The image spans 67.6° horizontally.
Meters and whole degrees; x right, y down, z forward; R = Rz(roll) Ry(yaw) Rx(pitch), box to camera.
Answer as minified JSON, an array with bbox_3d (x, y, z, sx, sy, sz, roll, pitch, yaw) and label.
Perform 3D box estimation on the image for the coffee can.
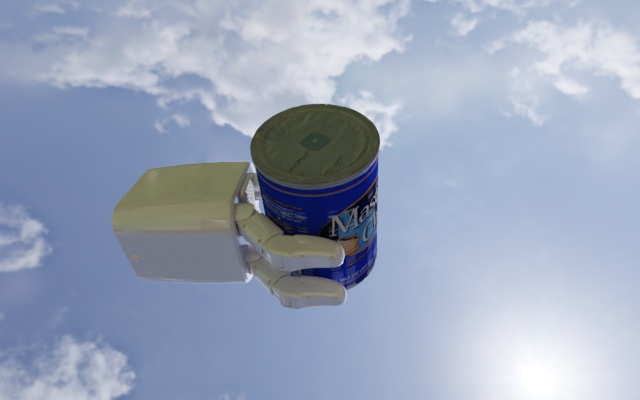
[{"bbox_3d":[0.000,0.001,0.424,0.103,0.140,0.102,-3,45,3],"label":"coffee can"}]
